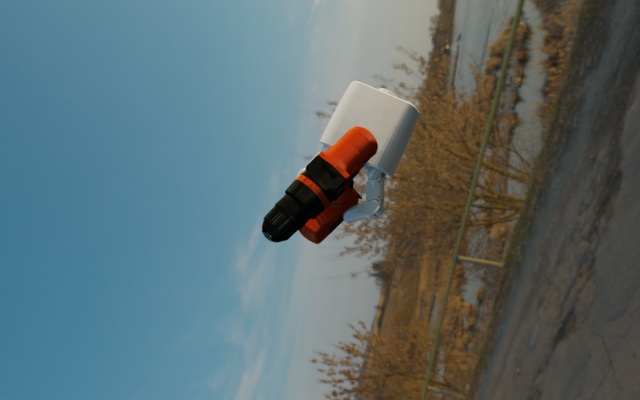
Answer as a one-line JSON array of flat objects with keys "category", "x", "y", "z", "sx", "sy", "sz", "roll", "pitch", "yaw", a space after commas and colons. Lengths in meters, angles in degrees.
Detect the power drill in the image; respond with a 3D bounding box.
[{"category": "power drill", "x": 0.000, "y": 0.002, "z": 0.649, "sx": 0.184, "sy": 0.057, "sz": 0.188, "roll": -44, "pitch": -12, "yaw": -12}]
